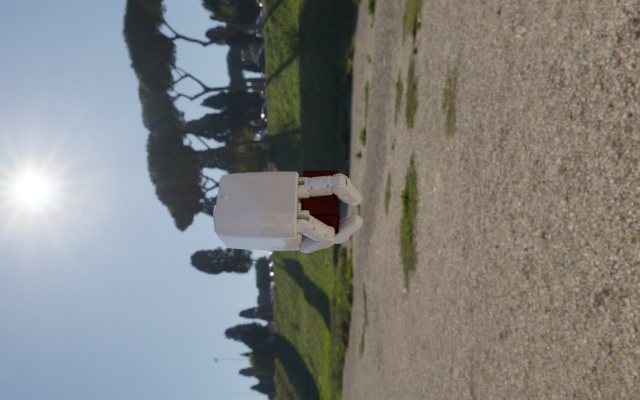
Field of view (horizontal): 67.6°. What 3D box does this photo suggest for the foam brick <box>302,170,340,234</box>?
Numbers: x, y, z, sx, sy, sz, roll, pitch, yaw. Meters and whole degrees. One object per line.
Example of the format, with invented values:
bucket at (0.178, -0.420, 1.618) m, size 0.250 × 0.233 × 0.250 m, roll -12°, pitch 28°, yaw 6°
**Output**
foam brick at (0.000, 0.002, 0.675) m, size 0.051 × 0.078 × 0.053 m, roll 0°, pitch -35°, yaw 0°
